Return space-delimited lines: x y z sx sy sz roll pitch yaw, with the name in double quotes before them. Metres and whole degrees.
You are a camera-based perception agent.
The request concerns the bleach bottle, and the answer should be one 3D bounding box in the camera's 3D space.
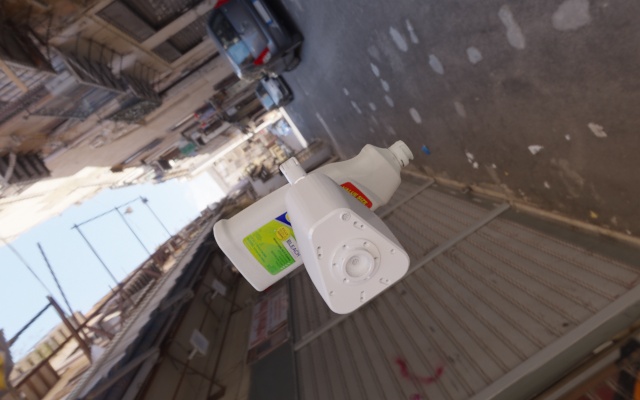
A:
"bleach bottle" 0.000 0.002 0.590 0.251 0.103 0.068 -35 25 -1
